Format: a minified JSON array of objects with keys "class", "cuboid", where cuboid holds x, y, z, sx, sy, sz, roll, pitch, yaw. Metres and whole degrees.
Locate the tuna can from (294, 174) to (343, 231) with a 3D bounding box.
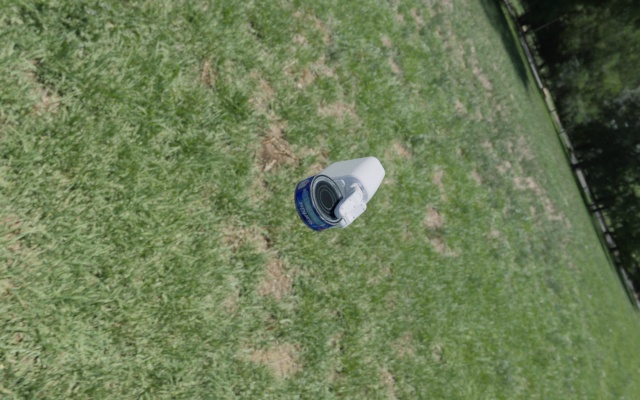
[{"class":"tuna can","cuboid":[0.001,0.002,0.743,0.034,0.086,0.086,-22,-13,36]}]
